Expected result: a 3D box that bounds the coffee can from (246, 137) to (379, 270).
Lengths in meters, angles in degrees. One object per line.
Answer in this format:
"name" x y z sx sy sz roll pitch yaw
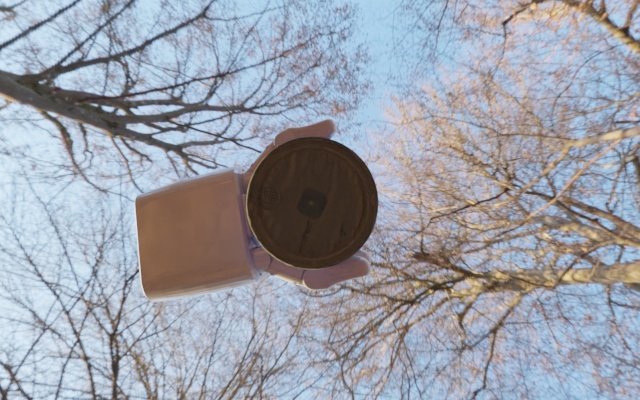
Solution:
"coffee can" 0.000 0.001 0.434 0.103 0.103 0.140 0 1 6
